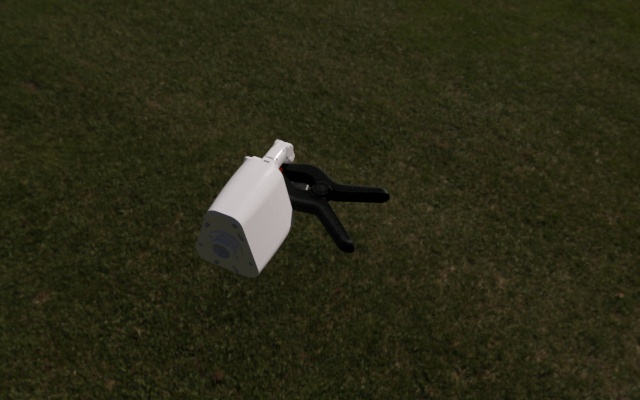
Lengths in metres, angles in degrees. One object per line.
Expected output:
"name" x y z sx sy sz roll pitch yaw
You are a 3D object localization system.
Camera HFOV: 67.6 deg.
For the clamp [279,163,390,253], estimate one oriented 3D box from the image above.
"clamp" 0.000 0.002 0.661 0.171 0.039 0.120 19 46 11
